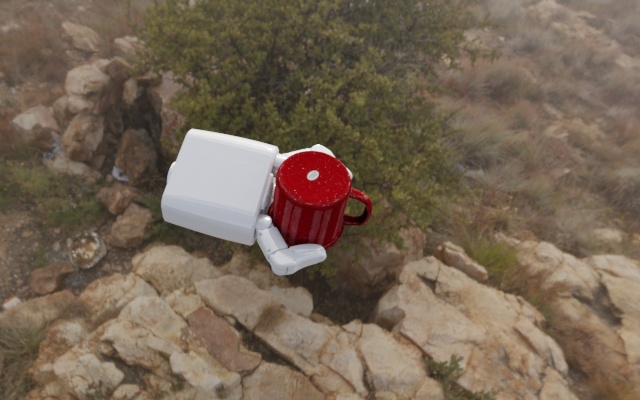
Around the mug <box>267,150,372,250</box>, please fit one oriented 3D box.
[{"bbox_3d":[0.002,0.002,0.534,0.117,0.093,0.082,13,-38,0],"label":"mug"}]
